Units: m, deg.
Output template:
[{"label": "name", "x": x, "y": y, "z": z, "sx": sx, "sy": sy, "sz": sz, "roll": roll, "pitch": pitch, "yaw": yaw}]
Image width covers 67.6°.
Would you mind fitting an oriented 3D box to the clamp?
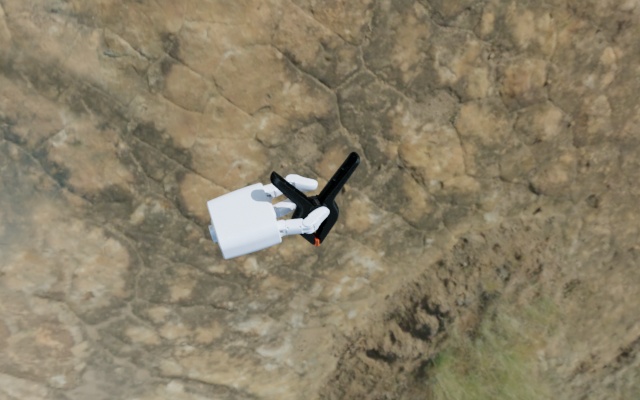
[{"label": "clamp", "x": 0.000, "y": 0.004, "z": 0.884, "sx": 0.164, "sy": 0.210, "sz": 0.036, "roll": -19, "pitch": 47, "yaw": -11}]
